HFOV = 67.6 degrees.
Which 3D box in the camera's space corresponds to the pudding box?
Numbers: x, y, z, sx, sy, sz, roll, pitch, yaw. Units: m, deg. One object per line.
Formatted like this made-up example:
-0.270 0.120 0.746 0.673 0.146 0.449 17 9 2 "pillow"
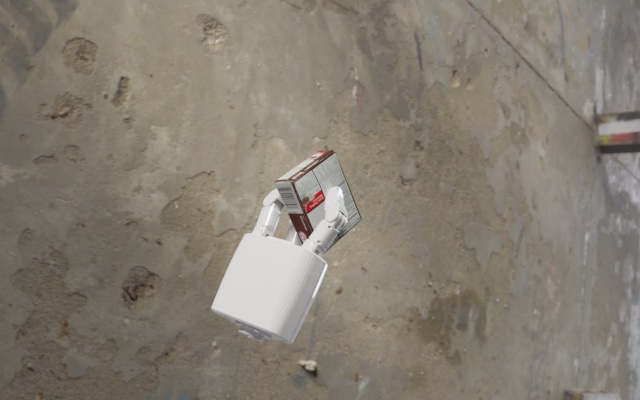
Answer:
0.000 0.002 0.636 0.039 0.113 0.090 2 32 45 "pudding box"
